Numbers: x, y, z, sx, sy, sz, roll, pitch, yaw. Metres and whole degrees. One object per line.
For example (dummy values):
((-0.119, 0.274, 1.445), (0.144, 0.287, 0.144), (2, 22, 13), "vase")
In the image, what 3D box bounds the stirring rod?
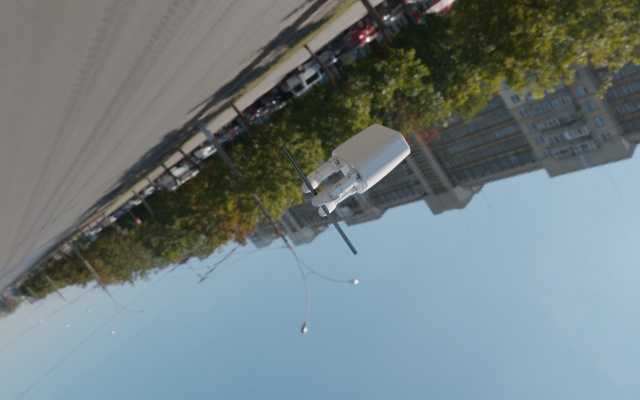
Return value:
((0.000, 0.003, 0.868), (0.011, 0.239, 0.011), (-32, 13, 8), "stirring rod")
